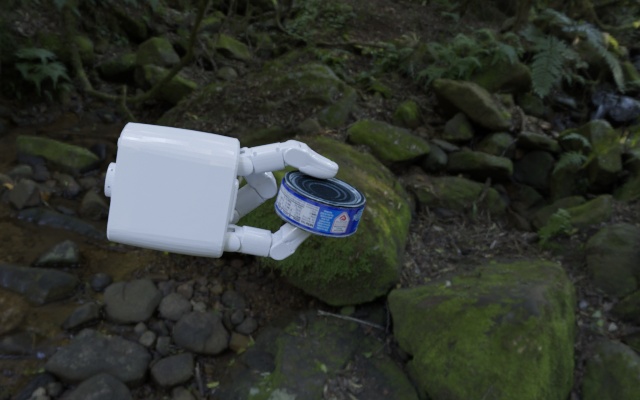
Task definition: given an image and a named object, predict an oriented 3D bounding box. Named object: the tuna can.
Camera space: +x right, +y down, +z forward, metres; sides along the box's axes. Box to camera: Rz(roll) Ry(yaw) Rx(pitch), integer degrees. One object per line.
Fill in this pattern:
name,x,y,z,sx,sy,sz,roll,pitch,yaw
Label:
tuna can,0.000,0.001,0.470,0.086,0.034,0.086,16,20,-6
